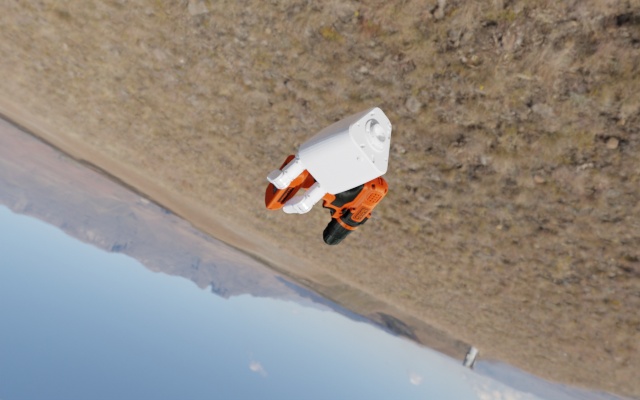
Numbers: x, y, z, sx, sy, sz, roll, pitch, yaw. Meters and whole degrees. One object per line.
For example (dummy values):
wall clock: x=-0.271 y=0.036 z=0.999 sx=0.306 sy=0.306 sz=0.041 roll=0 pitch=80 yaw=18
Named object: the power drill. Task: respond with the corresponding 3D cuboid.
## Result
power drill: x=0.000 y=0.003 z=0.850 sx=0.188 sy=0.057 sz=0.184 roll=17 pitch=-49 yaw=-25
